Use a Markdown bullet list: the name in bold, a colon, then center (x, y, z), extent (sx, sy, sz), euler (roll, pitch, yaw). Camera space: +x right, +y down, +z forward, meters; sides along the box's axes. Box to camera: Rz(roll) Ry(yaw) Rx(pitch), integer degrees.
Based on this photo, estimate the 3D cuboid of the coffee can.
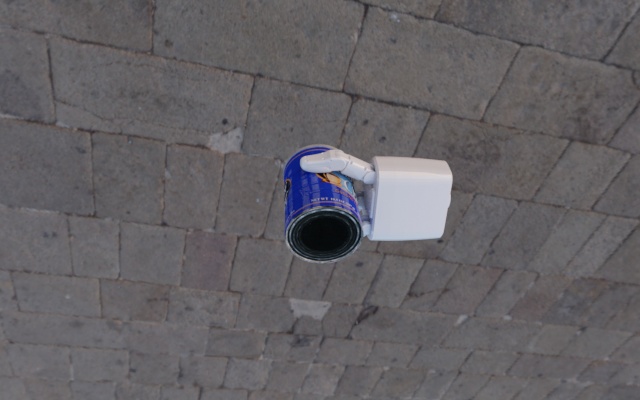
- **coffee can**: center (0.000, 0.002, 0.668), extent (0.103, 0.103, 0.140), euler (0, 40, -5)
